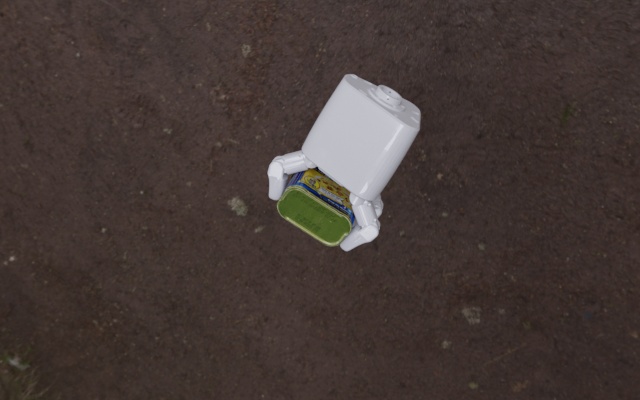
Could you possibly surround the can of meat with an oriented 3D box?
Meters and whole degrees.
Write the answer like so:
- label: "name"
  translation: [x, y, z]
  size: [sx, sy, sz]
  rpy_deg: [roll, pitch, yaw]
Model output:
- label: "can of meat"
  translation: [0.000, 0.002, 0.624]
  size: [0.102, 0.057, 0.084]
  rpy_deg: [32, 30, -5]
